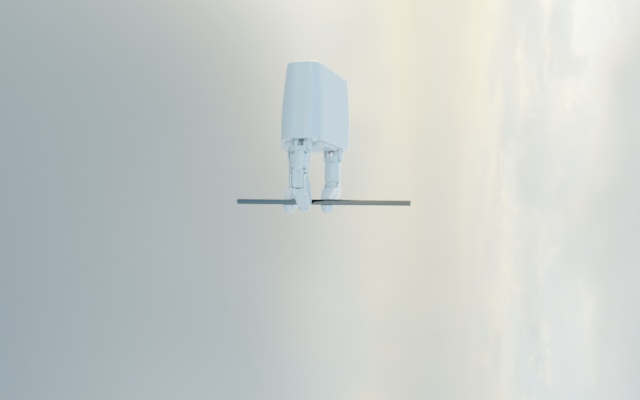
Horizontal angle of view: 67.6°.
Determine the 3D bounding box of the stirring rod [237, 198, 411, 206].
[{"bbox_3d":[0.000,0.002,0.648,0.239,0.011,0.011,1,0,14],"label":"stirring rod"}]
